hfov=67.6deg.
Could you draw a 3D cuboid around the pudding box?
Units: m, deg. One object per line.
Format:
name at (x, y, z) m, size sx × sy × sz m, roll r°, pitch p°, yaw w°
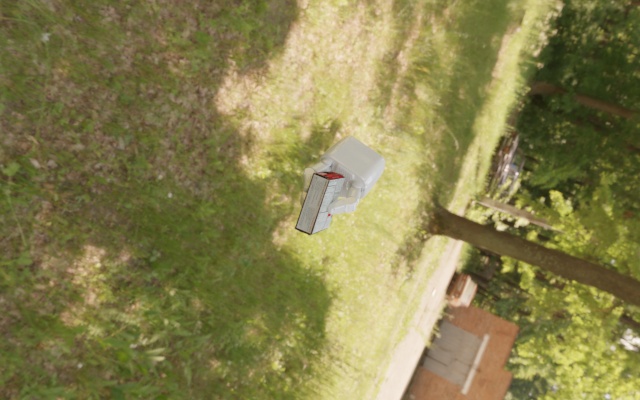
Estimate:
pudding box at (0.000, 0.003, 0.890) m, size 0.039 × 0.113 × 0.090 m, roll 21°, pitch 12°, yaw 19°
